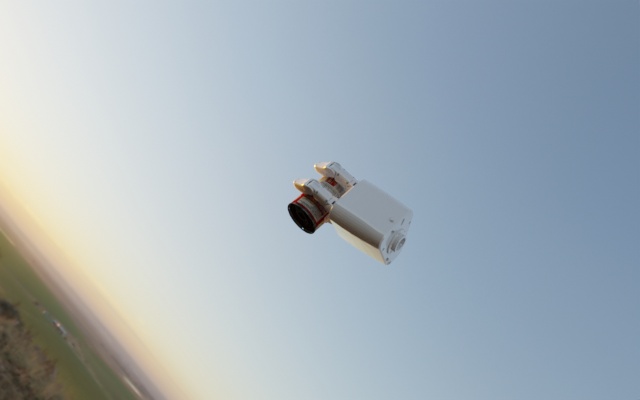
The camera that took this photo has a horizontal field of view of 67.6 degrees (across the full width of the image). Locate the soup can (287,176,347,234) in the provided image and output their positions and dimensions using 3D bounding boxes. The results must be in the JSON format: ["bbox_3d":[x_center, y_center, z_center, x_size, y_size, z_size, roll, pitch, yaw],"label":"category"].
[{"bbox_3d":[0.000,0.002,0.858,0.102,0.068,0.068,-41,21,-26],"label":"soup can"}]
